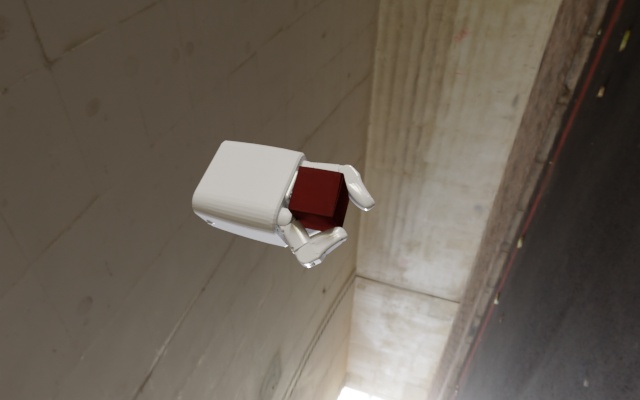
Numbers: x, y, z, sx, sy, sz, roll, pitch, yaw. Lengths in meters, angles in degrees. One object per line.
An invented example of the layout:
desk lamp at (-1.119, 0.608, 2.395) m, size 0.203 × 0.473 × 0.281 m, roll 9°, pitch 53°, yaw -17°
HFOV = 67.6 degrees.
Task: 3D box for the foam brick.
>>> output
foam brick at (0.000, 0.002, 0.541) m, size 0.051 × 0.053 × 0.078 m, roll 12°, pitch -17°, yaw 12°
